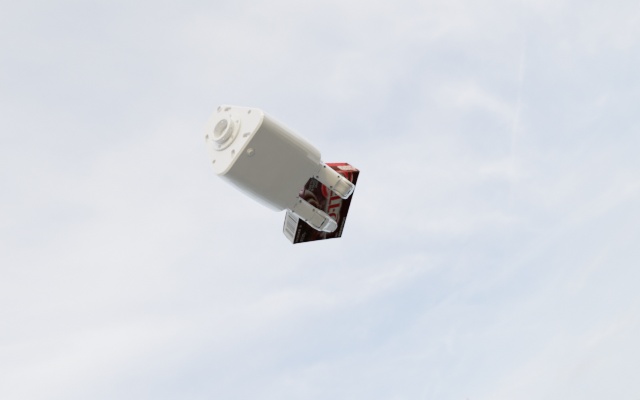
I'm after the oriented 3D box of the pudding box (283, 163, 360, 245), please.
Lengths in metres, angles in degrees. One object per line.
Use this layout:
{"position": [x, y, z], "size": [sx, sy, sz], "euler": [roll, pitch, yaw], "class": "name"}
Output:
{"position": [0.000, 0.002, 0.678], "size": [0.090, 0.113, 0.039], "euler": [-4, 31, -37], "class": "pudding box"}
